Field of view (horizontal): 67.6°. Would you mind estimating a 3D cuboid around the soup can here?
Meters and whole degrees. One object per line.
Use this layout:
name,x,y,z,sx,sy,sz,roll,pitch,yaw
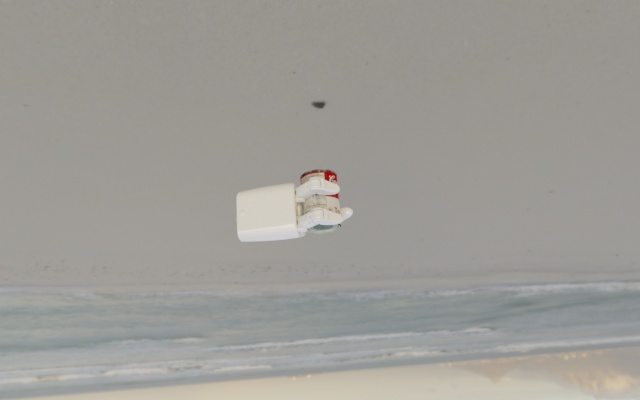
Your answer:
soup can,0.001,0.003,0.863,0.068,0.102,0.068,-4,-20,-1
